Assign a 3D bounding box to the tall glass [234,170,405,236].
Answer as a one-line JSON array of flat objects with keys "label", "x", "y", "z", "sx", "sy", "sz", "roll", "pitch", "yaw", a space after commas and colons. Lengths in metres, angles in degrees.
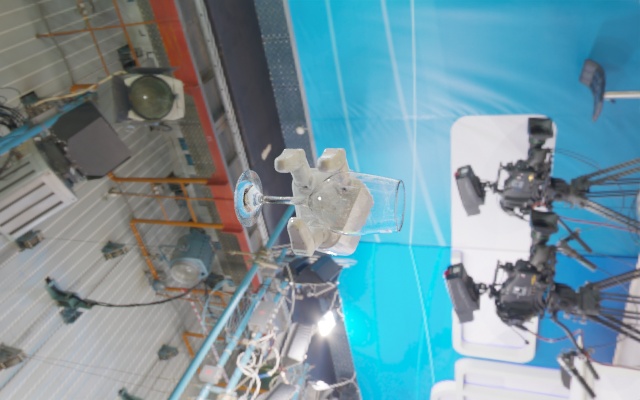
[{"label": "tall glass", "x": -0.001, "y": 0.002, "z": 0.591, "sx": 0.201, "sy": 0.079, "sz": 0.079, "roll": 3, "pitch": 1, "yaw": 20}]
